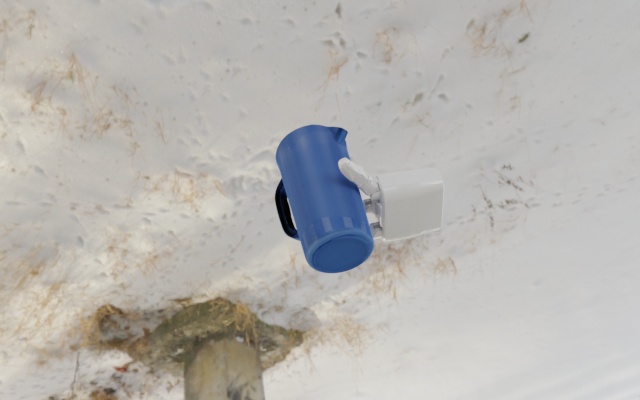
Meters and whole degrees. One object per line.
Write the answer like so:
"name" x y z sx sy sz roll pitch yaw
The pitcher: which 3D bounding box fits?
"pitcher" 0.000 0.003 0.804 0.145 0.242 0.149 -9 -42 -7
